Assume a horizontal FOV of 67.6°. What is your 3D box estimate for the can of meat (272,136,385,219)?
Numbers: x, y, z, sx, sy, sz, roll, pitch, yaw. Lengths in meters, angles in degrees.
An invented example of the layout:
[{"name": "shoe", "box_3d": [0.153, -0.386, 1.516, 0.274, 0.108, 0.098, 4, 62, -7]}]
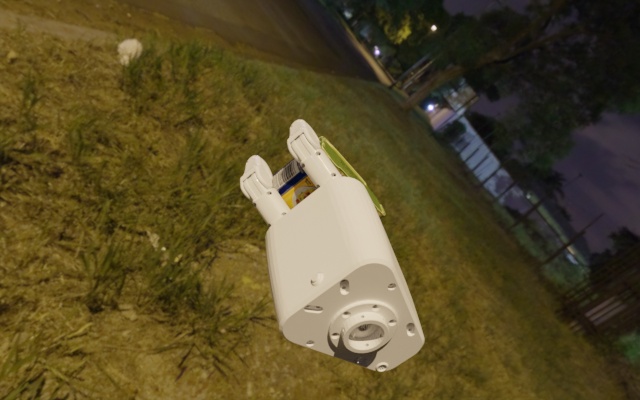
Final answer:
[{"name": "can of meat", "box_3d": [0.000, 0.001, 0.459, 0.084, 0.102, 0.057, -38, 27, 14]}]
